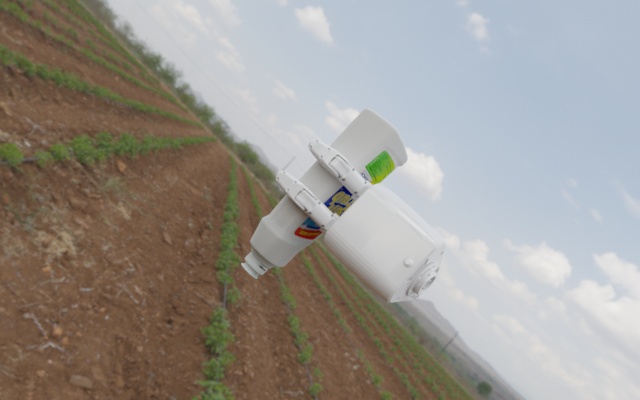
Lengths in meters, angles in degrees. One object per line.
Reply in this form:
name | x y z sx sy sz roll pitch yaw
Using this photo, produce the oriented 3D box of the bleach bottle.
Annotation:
bleach bottle | 0.000 0.002 0.612 0.068 0.251 0.103 43 -2 27
